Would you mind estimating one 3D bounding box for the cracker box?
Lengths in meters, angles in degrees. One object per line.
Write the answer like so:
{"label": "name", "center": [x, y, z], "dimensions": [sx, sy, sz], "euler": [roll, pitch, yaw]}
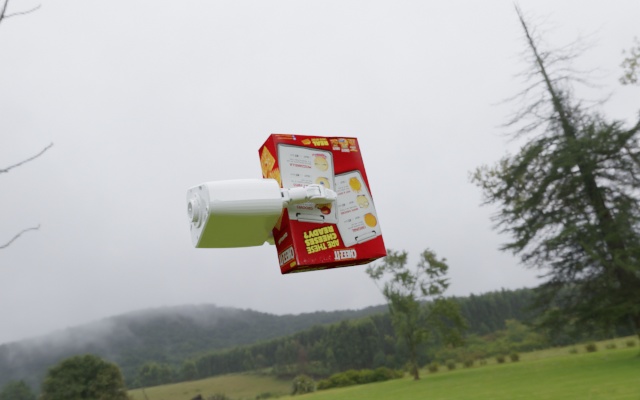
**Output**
{"label": "cracker box", "center": [0.000, 0.002, 0.770], "dimensions": [0.164, 0.213, 0.072], "euler": [-2, -20, -30]}
